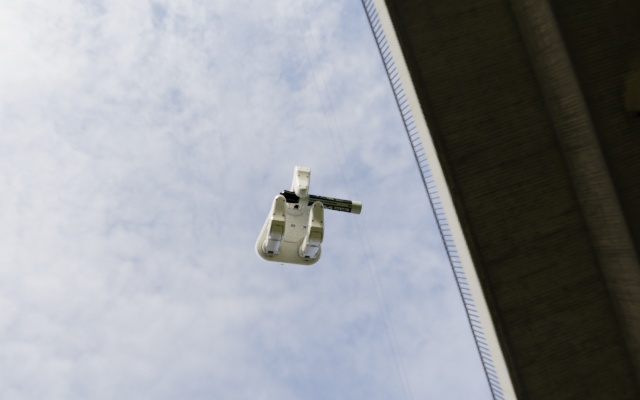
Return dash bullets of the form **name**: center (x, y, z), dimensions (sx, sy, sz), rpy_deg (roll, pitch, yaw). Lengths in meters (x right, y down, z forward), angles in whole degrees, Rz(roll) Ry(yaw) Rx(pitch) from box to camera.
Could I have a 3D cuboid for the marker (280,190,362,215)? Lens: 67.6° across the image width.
- **marker**: center (0.000, 0.002, 0.694), dimensions (0.121, 0.020, 0.020), rpy_deg (9, -2, -9)
